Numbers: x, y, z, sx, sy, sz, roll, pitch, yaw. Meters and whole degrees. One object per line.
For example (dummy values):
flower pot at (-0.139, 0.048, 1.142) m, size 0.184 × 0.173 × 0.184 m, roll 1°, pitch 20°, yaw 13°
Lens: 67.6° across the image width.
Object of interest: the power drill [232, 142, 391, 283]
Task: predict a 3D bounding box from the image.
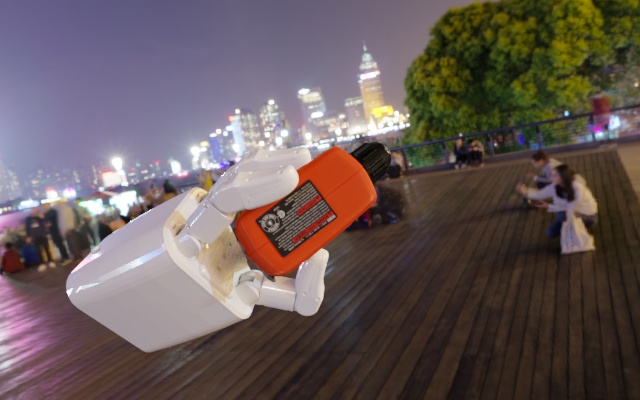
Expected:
power drill at (0.000, 0.002, 0.433) m, size 0.184 × 0.057 × 0.187 m, roll -40°, pitch -2°, yaw -2°
